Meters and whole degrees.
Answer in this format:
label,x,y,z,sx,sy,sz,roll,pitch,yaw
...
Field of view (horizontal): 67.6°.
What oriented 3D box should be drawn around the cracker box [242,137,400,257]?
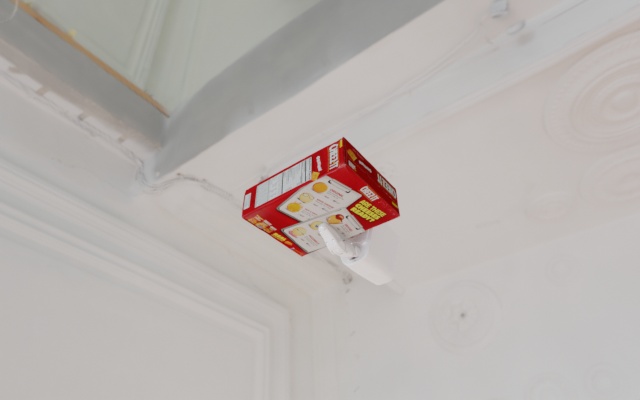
label,x,y,z,sx,sy,sz,roll,pitch,yaw
cracker box,0.000,0.003,0.813,0.214,0.072,0.164,-26,-44,27
